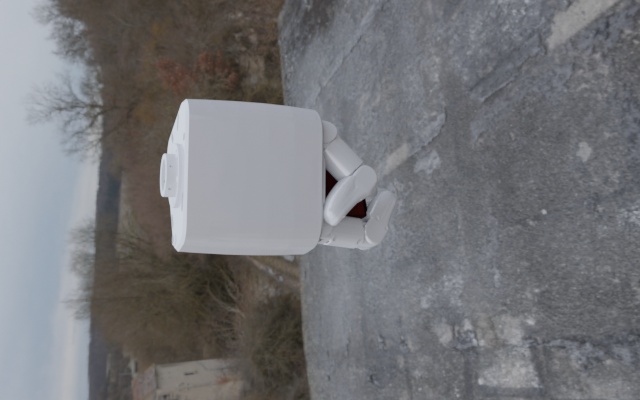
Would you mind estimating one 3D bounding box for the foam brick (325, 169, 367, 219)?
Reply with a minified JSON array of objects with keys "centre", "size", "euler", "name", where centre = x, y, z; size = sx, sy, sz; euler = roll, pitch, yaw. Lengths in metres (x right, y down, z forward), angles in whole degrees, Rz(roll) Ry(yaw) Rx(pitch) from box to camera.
[{"centre":[0.000,0.002,0.442],"size":[0.051,0.053,0.078],"euler":[1,-21,-26],"name":"foam brick"}]
